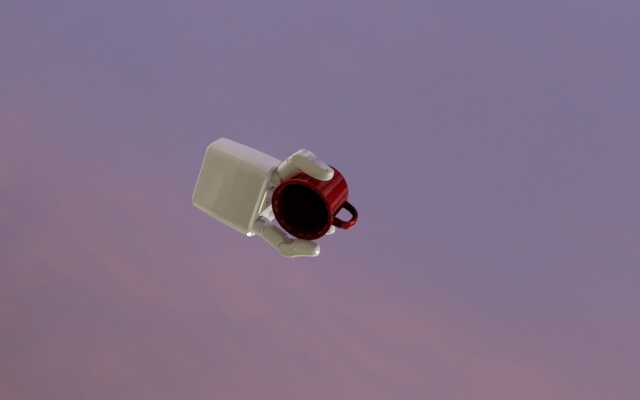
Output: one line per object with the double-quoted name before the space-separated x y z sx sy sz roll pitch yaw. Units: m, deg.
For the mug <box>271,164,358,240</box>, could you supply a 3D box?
"mug" 0.001 0.003 0.681 0.117 0.093 0.081 26 35 13
